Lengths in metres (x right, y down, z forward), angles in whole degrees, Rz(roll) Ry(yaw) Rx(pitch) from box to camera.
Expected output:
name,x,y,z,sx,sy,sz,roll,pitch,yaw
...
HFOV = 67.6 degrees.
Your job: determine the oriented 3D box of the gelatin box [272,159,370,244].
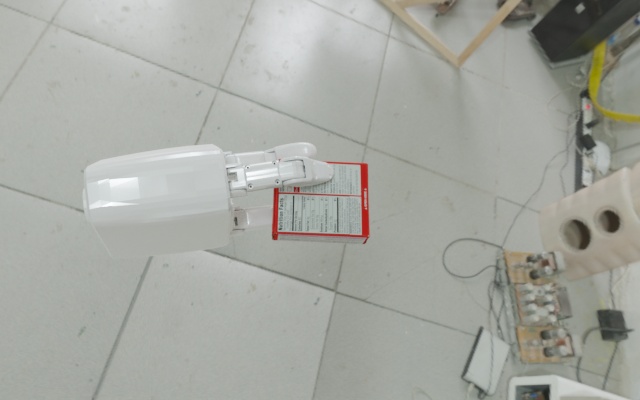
name,x,y,z,sx,sy,sz,roll,pitch,yaw
gelatin box,0.000,0.001,0.446,0.089,0.073,0.030,2,-20,-5
